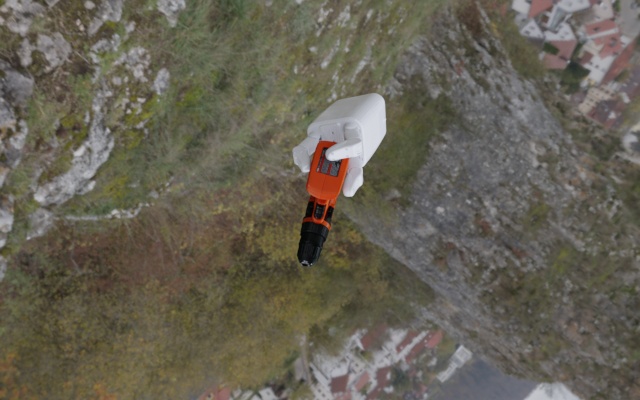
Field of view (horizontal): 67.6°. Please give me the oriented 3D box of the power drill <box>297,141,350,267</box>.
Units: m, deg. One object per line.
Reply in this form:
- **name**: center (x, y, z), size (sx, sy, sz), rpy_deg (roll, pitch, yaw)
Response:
- **power drill**: center (0.000, 0.002, 0.812), size (0.057, 0.184, 0.188), rpy_deg (13, -29, 0)
